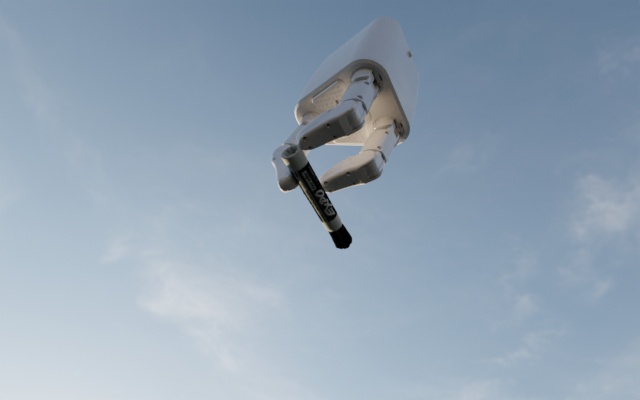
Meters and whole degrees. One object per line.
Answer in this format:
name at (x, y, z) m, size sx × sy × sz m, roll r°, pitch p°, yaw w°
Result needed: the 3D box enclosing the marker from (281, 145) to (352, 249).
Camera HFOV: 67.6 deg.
marker at (0.000, 0.001, 0.439) m, size 0.020 × 0.121 × 0.020 m, roll -20°, pitch 35°, yaw 15°
